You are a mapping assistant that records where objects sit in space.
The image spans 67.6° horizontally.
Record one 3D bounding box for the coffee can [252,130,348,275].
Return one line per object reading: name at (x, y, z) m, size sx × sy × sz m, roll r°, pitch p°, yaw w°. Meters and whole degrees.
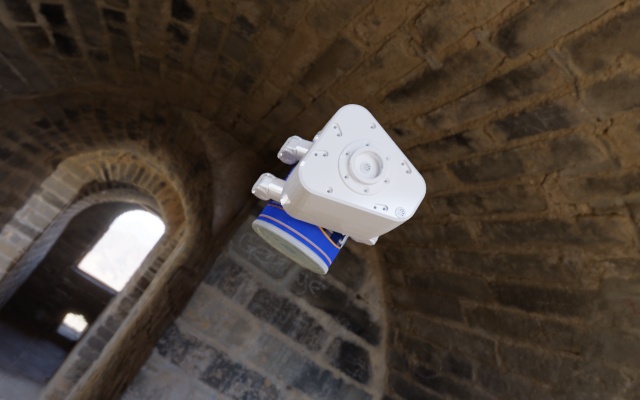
coffee can at (0.000, 0.002, 0.571) m, size 0.103 × 0.140 × 0.103 m, roll 31°, pitch -16°, yaw 10°
